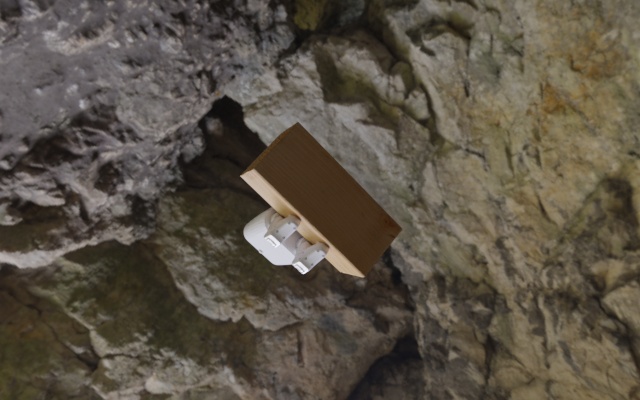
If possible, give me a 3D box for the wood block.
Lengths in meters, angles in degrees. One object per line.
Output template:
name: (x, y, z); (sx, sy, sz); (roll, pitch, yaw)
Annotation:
wood block: (0.000, 0.002, 0.665); (0.206, 0.091, 0.090); (45, -16, -13)
